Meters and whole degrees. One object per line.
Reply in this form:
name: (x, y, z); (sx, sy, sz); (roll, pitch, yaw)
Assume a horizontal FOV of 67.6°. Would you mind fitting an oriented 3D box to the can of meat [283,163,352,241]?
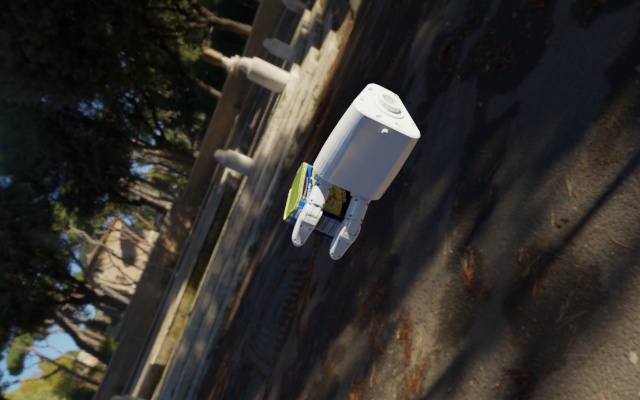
can of meat: (0.000, 0.002, 0.675); (0.084, 0.057, 0.102); (23, 39, -13)
